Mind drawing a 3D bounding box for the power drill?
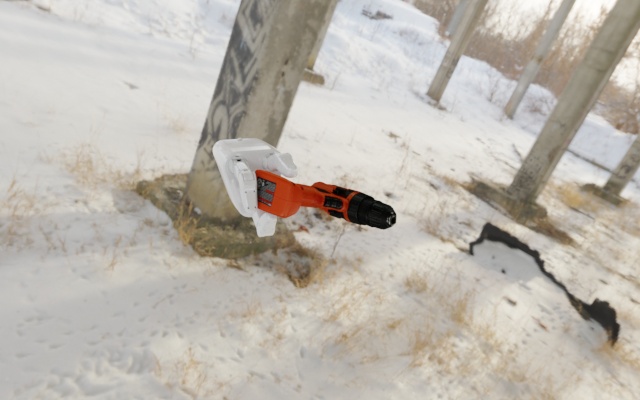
[{"bbox_3d":[0.000,0.002,0.731,0.188,0.057,0.184,10,5,-44],"label":"power drill"}]
